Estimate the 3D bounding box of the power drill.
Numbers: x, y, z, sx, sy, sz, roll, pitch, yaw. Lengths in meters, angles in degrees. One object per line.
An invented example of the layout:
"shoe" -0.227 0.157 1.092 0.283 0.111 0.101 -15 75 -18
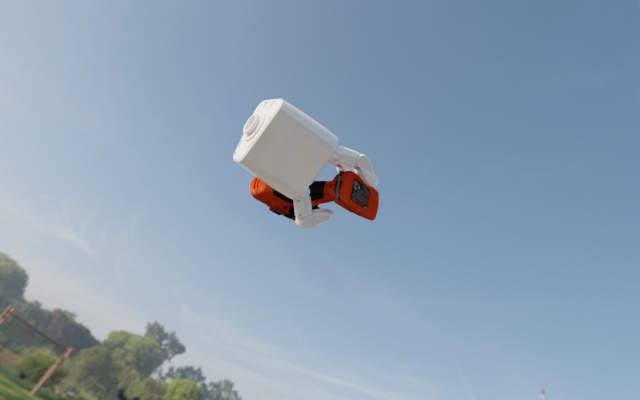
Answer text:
"power drill" 0.000 0.002 0.809 0.187 0.057 0.184 -4 -20 35
